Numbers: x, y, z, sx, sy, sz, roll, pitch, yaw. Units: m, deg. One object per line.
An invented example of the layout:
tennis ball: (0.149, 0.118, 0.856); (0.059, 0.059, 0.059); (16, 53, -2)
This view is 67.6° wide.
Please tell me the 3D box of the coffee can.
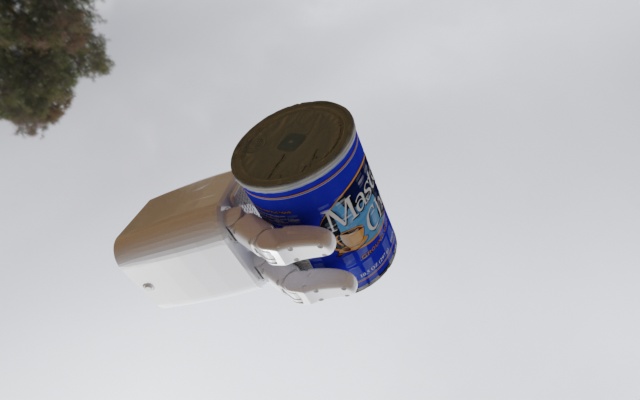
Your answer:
coffee can: (0.000, 0.001, 0.413); (0.103, 0.102, 0.140); (0, -43, 28)
